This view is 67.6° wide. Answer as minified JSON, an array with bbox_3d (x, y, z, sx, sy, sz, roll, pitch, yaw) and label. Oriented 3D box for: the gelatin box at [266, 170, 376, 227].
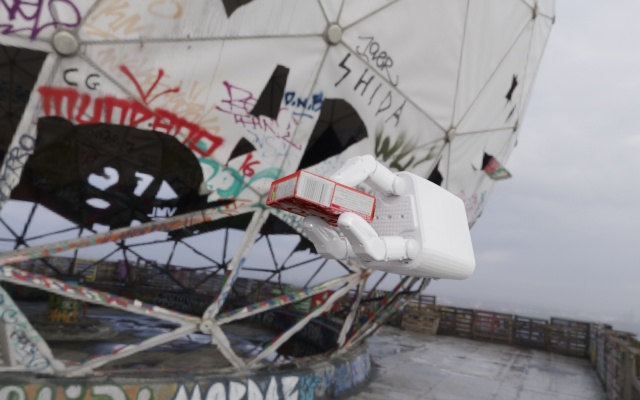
[{"bbox_3d":[0.000,0.001,0.482,0.089,0.030,0.073,19,-15,-25],"label":"gelatin box"}]
